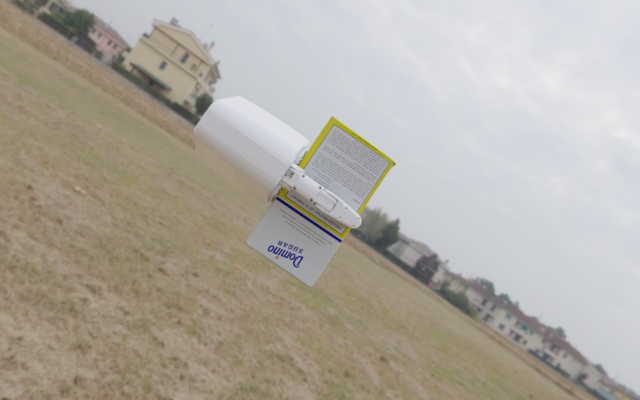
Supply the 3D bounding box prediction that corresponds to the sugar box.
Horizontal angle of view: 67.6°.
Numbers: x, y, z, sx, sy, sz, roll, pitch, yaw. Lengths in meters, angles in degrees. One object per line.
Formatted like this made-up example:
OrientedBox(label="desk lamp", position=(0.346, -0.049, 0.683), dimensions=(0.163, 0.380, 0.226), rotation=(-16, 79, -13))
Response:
OrientedBox(label="sugar box", position=(0.000, 0.002, 0.558), dimensions=(0.093, 0.176, 0.048), rotation=(35, 0, -2))
